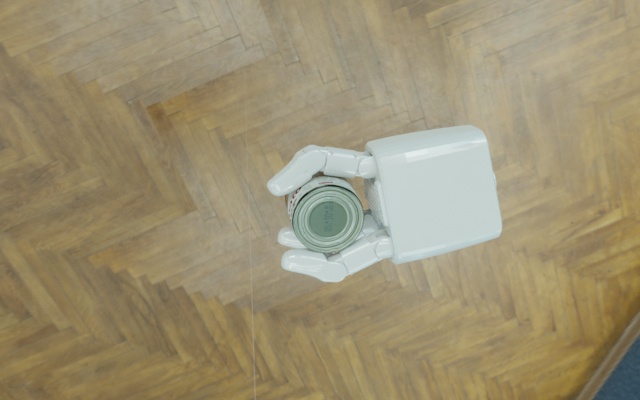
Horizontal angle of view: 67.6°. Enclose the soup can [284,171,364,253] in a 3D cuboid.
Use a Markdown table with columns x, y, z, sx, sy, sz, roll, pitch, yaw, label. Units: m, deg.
| x | y | z | sx | sy | sz | roll | pitch | yaw | label |
| --- | --- | --- | --- | --- | --- | --- | --- | --- | --- |
| 0.000 | 0.002 | 0.471 | 0.068 | 0.068 | 0.102 | 0 | 20 | -9 | soup can |
